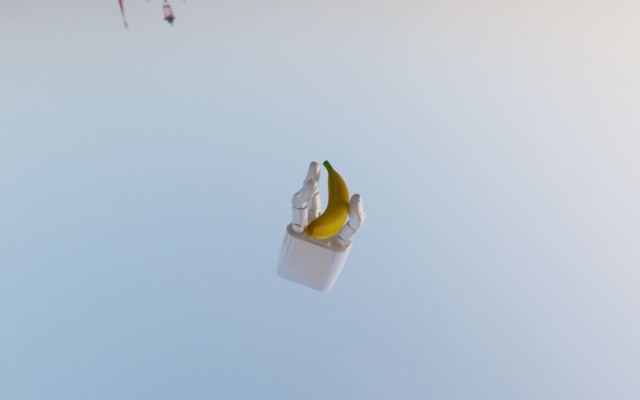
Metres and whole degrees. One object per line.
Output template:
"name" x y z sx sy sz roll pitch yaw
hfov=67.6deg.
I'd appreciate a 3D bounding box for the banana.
"banana" 0.016 0.010 0.777 0.069 0.037 0.197 32 33 -14
